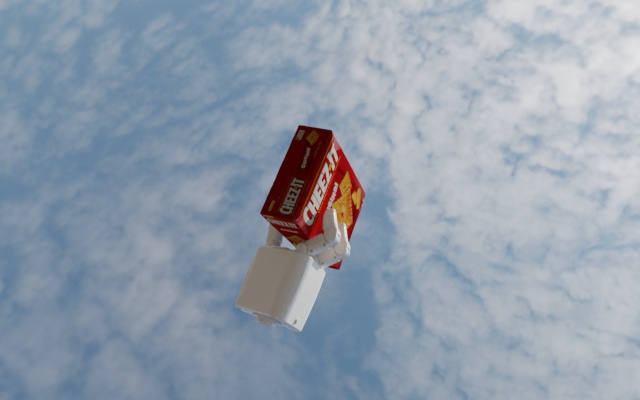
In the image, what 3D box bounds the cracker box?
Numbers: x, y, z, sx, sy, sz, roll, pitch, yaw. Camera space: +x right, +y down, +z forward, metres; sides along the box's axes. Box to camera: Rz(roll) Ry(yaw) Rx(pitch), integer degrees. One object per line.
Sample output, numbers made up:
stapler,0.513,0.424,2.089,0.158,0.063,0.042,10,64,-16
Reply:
cracker box,0.000,0.003,0.810,0.072,0.164,0.214,11,-23,26
